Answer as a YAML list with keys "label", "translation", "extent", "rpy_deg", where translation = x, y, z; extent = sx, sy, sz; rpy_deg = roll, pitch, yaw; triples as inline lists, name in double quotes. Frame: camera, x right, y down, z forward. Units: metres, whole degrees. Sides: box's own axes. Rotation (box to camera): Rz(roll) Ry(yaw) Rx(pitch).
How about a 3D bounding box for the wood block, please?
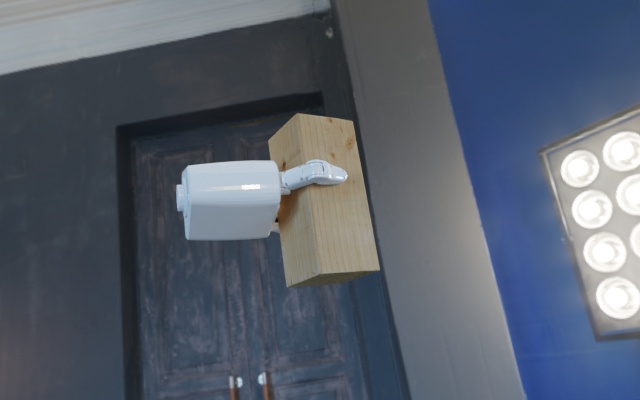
- label: "wood block"
  translation: [0.000, 0.002, 0.628]
  extent: [0.090, 0.206, 0.091]
  rpy_deg: [2, -19, -33]
